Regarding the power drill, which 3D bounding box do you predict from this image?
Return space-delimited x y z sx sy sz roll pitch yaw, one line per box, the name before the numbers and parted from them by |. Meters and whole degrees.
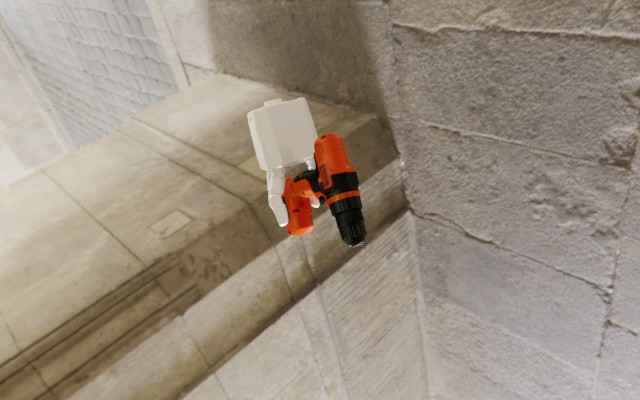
power drill | 0.000 0.003 0.805 0.057 0.184 0.188 -6 -13 -34
